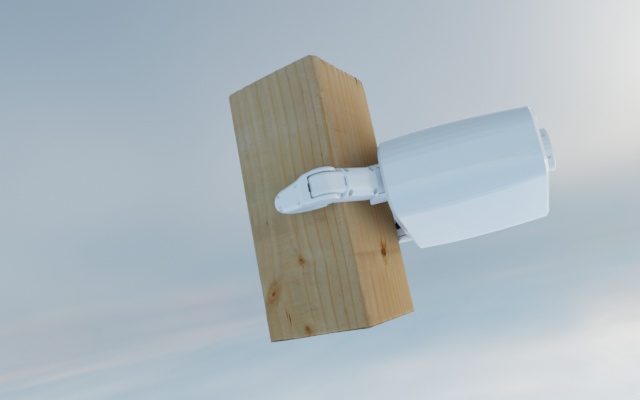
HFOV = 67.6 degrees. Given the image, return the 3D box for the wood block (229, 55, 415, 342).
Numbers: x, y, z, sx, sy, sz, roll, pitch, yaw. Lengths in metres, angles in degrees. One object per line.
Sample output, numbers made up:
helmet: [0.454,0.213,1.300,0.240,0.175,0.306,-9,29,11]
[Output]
wood block: [0.000,0.001,0.400,0.090,0.206,0.091,-18,-12,30]
